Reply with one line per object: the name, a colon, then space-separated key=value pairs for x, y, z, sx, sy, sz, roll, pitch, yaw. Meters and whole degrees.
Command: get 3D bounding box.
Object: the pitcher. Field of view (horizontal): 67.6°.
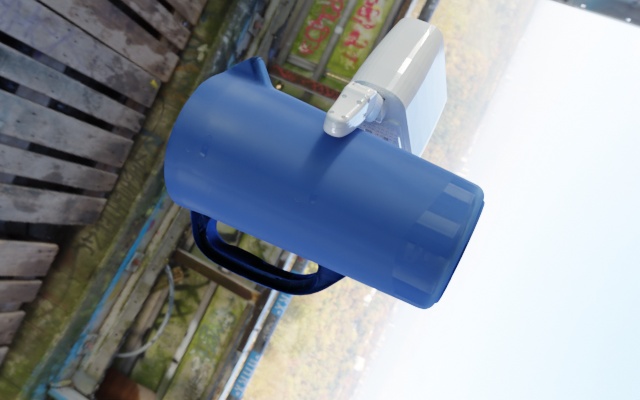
pitcher: x=0.000 y=0.001 z=0.408 sx=0.243 sy=0.145 sz=0.149 roll=25 pitch=-29 yaw=15
